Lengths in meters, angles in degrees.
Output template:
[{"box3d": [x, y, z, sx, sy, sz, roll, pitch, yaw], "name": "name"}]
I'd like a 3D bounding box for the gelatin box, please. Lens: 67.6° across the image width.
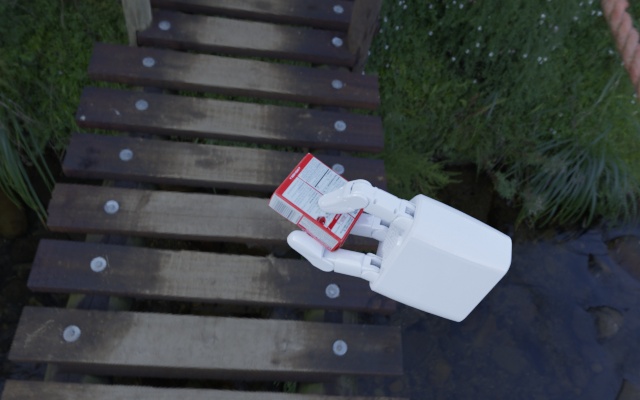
[{"box3d": [0.000, 0.001, 0.517, 0.089, 0.073, 0.030, 36, -37, 0], "name": "gelatin box"}]
